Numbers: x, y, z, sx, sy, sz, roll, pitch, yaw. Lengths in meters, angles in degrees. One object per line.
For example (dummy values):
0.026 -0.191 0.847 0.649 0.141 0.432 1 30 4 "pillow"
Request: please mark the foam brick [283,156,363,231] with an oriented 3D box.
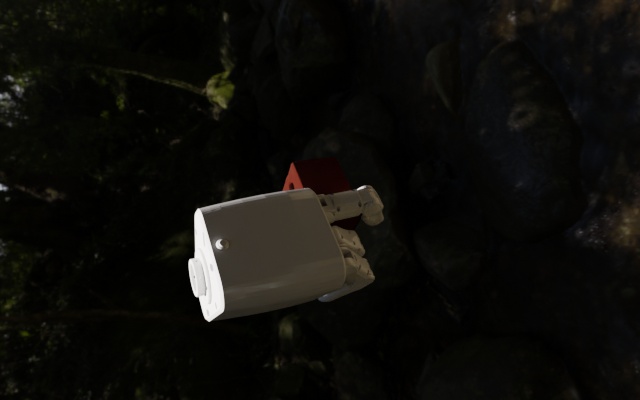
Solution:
0.000 0.001 0.492 0.051 0.078 0.053 -9 -32 -24 "foam brick"
